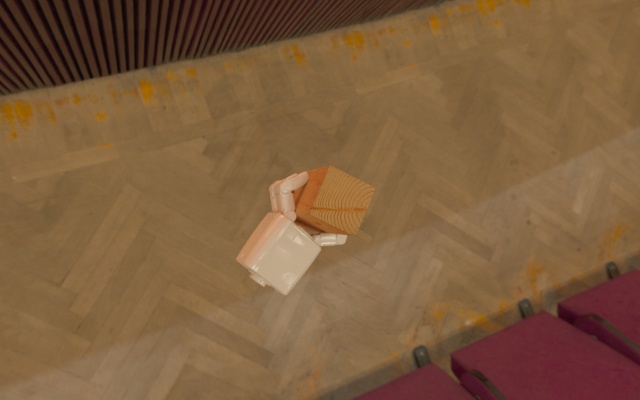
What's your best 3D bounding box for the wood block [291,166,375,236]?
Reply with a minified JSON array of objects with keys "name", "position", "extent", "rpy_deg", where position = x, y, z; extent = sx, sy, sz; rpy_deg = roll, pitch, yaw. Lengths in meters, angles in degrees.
[{"name":"wood block","position":[0.000,0.003,0.861],"extent":[0.091,0.090,0.206],"rpy_deg":[26,-10,-19]}]
